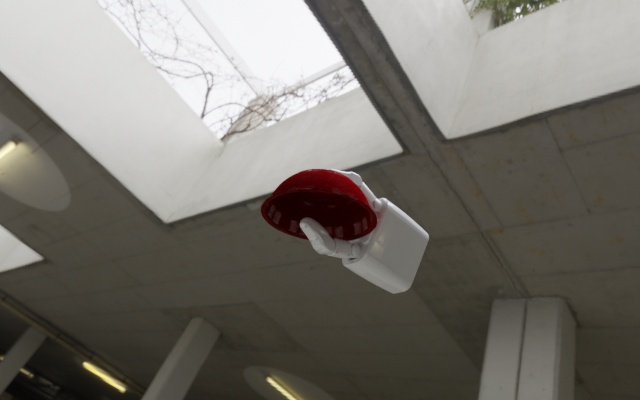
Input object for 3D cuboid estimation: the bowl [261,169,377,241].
[{"bbox_3d":[-0.001,0.001,0.669,0.162,0.055,0.162,5,-27,3],"label":"bowl"}]
